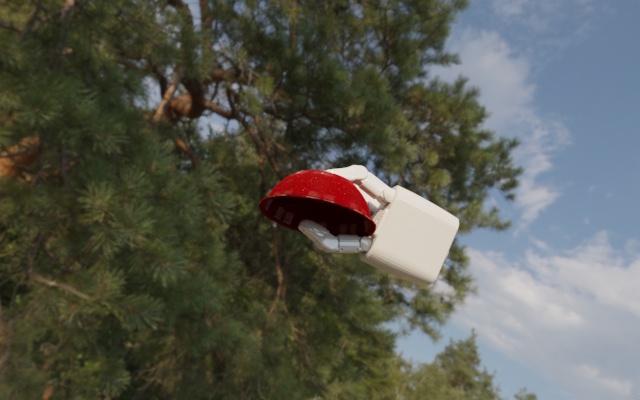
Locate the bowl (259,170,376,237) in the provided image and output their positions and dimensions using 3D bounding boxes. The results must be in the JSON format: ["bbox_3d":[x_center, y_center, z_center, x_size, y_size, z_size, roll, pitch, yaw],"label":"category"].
[{"bbox_3d":[-0.001,0.001,0.654,0.162,0.055,0.162,10,-20,4],"label":"bowl"}]
